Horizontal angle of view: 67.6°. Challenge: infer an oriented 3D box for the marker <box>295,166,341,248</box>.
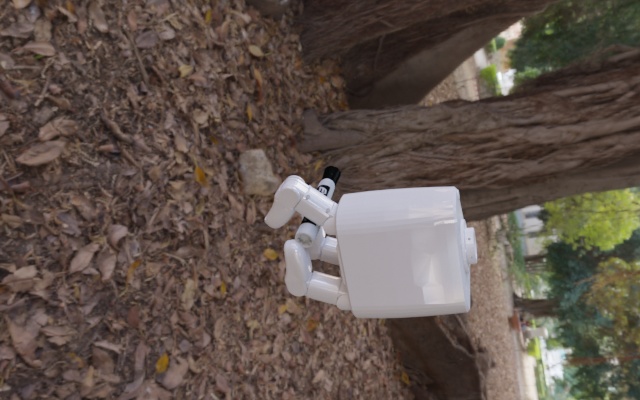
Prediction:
[{"bbox_3d":[0.000,0.002,0.481,0.020,0.020,0.121,0,35,17],"label":"marker"}]
